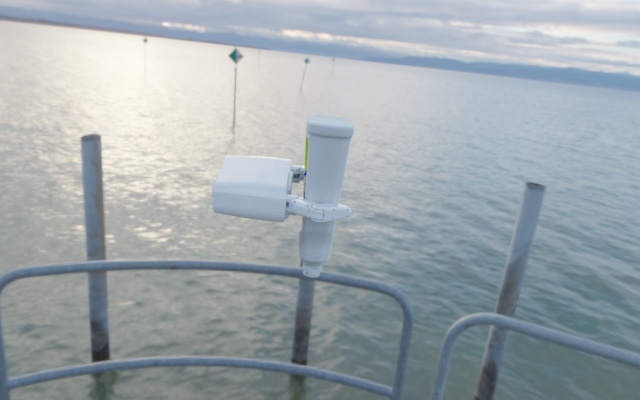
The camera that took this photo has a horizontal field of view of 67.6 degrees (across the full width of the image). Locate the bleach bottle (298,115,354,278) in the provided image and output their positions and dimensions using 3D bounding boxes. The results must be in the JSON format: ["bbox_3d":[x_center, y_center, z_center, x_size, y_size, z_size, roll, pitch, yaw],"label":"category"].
[{"bbox_3d":[0.000,0.002,0.729,0.068,0.251,0.102,6,17,-3],"label":"bleach bottle"}]
